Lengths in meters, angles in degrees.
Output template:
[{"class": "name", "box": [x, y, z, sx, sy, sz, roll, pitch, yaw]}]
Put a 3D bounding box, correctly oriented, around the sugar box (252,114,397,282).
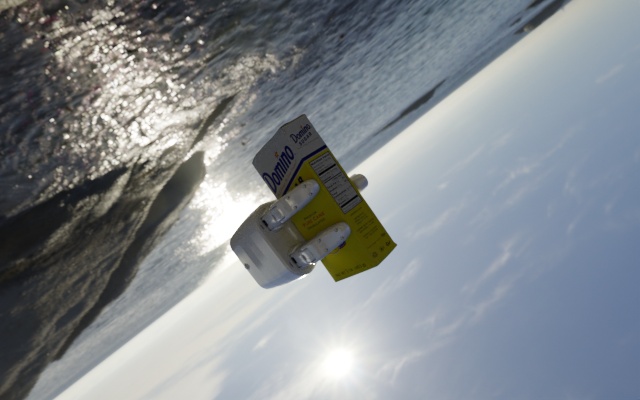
[{"class": "sugar box", "box": [0.000, 0.002, 0.535, 0.048, 0.176, 0.093, -38, 1, -35]}]
